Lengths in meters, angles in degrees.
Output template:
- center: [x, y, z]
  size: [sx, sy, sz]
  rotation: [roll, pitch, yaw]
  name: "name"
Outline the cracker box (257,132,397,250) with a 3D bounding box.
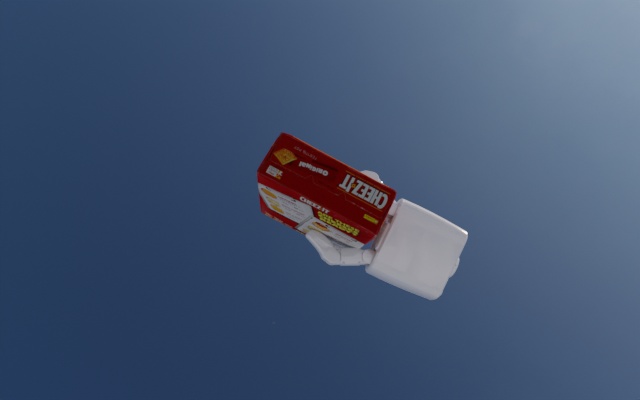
- center: [0.000, 0.002, 0.672]
  size: [0.164, 0.072, 0.214]
  rotation: [27, -15, 1]
  name: "cracker box"
